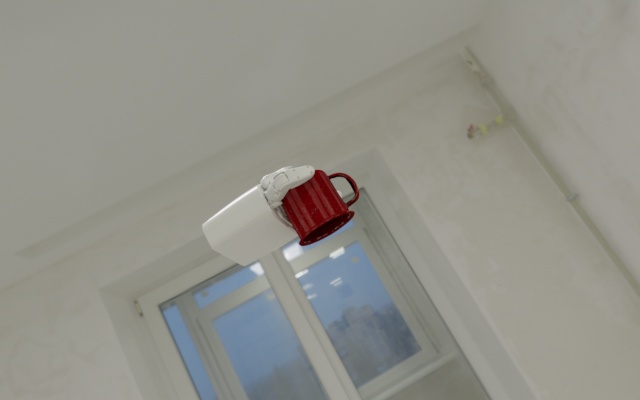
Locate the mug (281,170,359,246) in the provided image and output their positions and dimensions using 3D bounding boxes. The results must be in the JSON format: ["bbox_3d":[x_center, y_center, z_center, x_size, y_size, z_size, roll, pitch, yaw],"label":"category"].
[{"bbox_3d":[0.001,0.001,0.700,0.117,0.081,0.093,-32,-16,6],"label":"mug"}]
